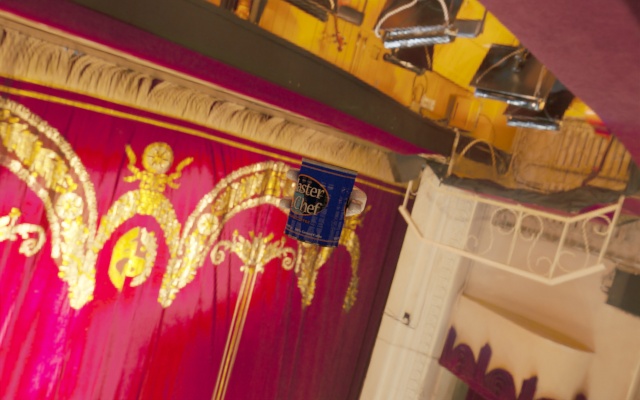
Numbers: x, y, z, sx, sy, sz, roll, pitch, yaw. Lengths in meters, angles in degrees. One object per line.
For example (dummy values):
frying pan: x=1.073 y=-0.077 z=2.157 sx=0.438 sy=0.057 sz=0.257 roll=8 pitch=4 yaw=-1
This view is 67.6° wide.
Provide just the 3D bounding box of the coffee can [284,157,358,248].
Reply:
coffee can: x=0.000 y=0.003 z=0.855 sx=0.103 sy=0.140 sz=0.103 roll=15 pitch=5 yaw=-1
